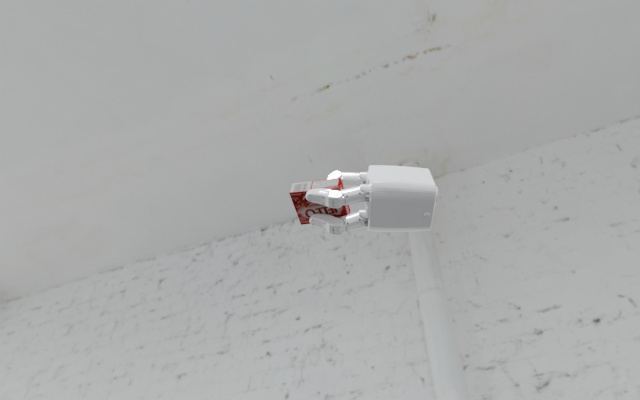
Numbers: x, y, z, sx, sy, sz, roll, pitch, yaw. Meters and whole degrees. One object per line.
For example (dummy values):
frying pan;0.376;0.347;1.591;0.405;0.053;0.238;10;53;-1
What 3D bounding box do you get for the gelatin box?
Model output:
gelatin box;0.000;0.002;0.807;0.089;0.073;0.030;-6;39;16
